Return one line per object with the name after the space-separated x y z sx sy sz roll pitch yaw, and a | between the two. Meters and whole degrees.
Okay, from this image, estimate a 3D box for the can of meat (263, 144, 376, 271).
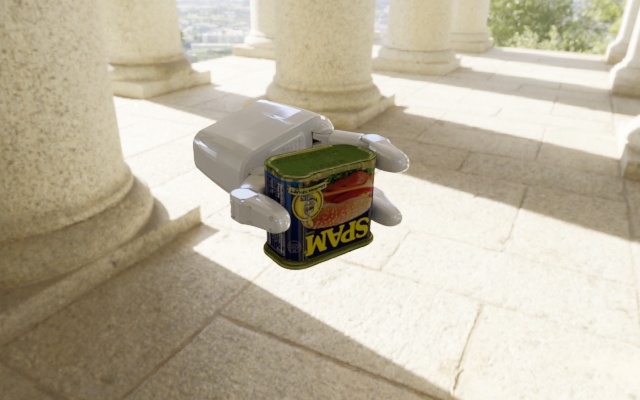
0.000 0.001 0.415 0.102 0.084 0.057 -16 30 -33 | can of meat
